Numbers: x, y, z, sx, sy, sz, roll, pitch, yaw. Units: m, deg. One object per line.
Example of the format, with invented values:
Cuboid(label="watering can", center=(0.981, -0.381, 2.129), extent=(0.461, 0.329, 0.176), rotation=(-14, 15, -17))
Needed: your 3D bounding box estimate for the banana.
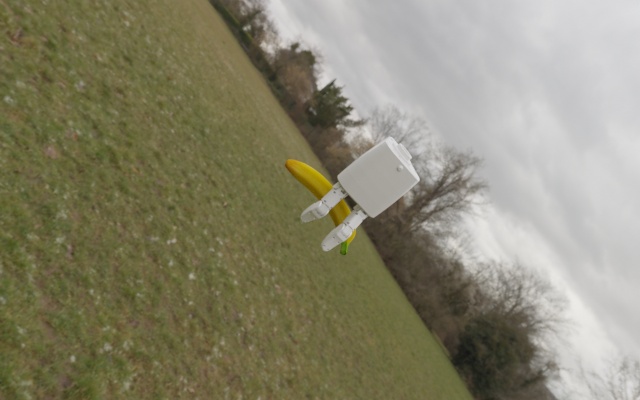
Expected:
Cuboid(label="banana", center=(0.010, 0.000, 0.870), extent=(0.037, 0.198, 0.069), rotation=(-34, -1, 32))
